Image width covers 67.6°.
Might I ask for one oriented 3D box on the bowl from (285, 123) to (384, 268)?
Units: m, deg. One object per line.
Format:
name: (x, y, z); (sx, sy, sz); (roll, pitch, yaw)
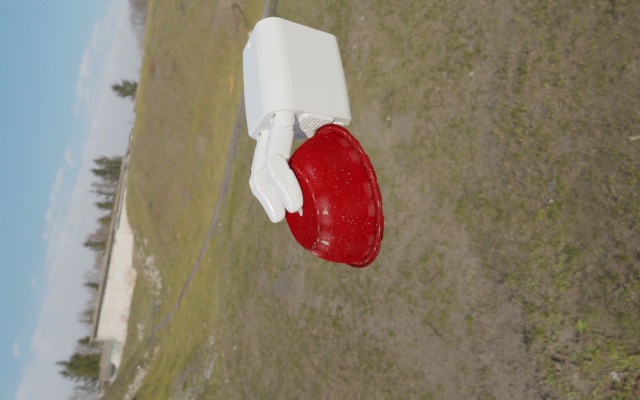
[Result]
bowl: (0.000, 0.003, 0.510); (0.055, 0.162, 0.162); (-15, 6, -25)
